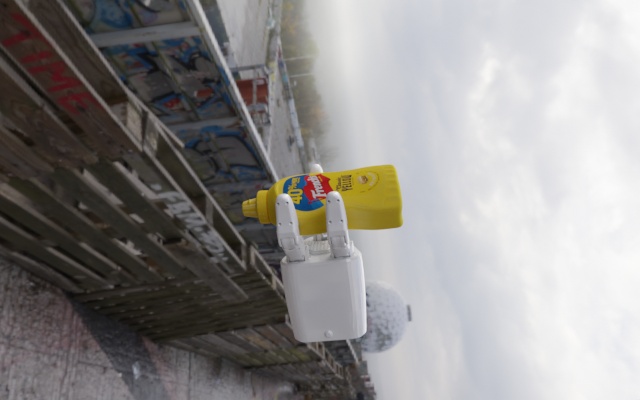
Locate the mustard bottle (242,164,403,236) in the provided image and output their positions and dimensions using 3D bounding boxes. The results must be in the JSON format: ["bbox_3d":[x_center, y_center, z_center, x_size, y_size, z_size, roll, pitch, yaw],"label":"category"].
[{"bbox_3d":[0.000,0.002,0.581,0.191,0.058,0.096,-6,37,5],"label":"mustard bottle"}]
